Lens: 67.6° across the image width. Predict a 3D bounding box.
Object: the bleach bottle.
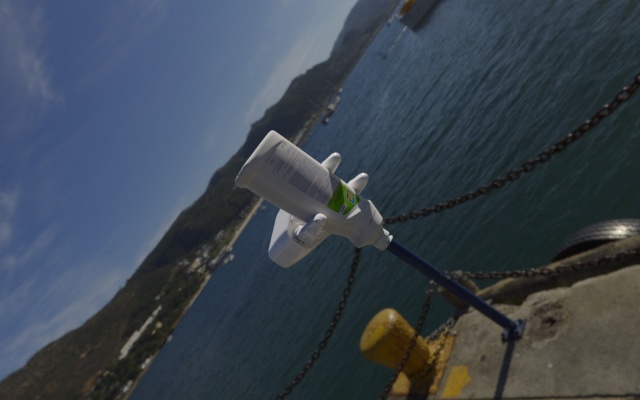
[{"bbox_3d":[0.000,0.002,0.738,0.251,0.102,0.068,35,-35,-6],"label":"bleach bottle"}]
